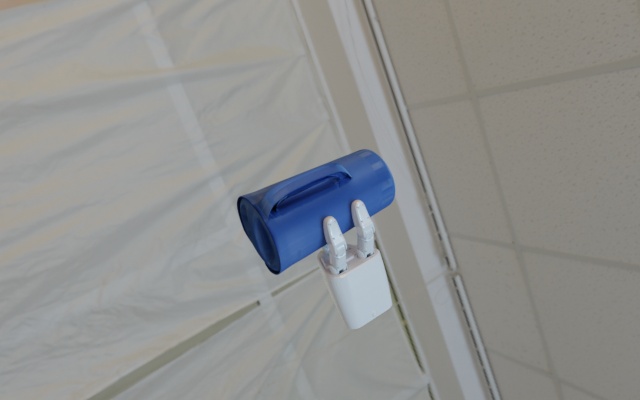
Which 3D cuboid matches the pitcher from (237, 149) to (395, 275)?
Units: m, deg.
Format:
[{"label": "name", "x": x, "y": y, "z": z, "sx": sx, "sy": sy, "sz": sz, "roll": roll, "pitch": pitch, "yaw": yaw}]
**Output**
[{"label": "pitcher", "x": 0.000, "y": 0.003, "z": 0.763, "sx": 0.243, "sy": 0.145, "sz": 0.149, "roll": -27, "pitch": 19, "yaw": -23}]
